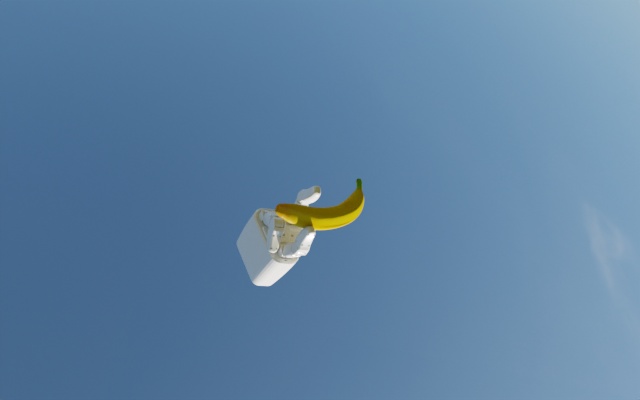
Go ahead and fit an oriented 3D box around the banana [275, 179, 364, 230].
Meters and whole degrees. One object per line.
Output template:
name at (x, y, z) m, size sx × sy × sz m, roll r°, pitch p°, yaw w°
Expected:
banana at (0.012, 0.017, 0.808) m, size 0.198 × 0.069 × 0.037 m, roll -18°, pitch -22°, yaw -41°
